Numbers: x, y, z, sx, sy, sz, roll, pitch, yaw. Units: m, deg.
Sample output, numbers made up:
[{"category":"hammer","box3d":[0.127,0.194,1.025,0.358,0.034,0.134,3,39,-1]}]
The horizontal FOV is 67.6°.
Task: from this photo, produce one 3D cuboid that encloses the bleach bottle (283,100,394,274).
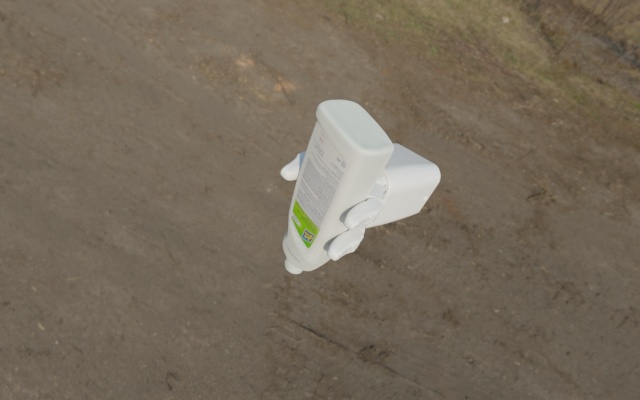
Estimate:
[{"category":"bleach bottle","box3d":[0.000,0.002,0.616,0.068,0.102,0.251,-10,-39,-36]}]
